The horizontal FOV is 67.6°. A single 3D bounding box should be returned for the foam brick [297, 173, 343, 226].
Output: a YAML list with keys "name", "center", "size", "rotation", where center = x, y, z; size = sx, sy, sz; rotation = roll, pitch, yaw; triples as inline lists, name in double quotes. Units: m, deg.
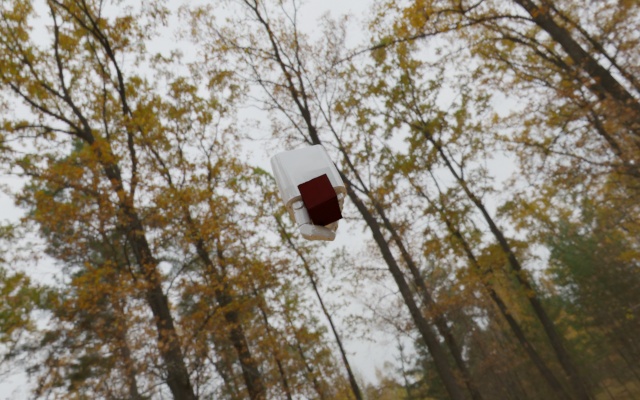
- name: "foam brick"
  center: [0.000, 0.002, 0.783]
  size: [0.053, 0.051, 0.078]
  rotation: [-22, -29, -3]
